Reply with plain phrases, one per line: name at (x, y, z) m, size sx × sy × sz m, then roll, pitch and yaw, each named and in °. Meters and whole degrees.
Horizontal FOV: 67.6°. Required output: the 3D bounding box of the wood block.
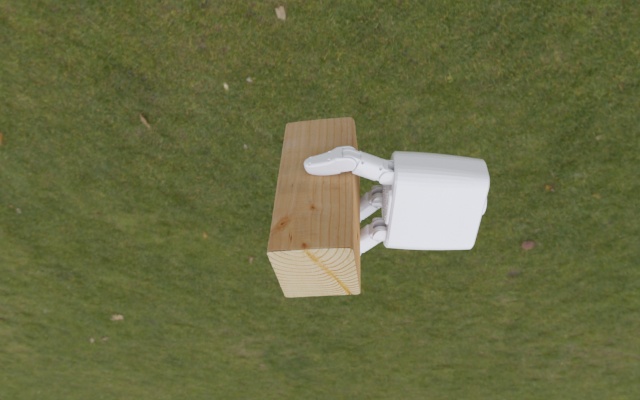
wood block at (0.000, 0.002, 0.575) m, size 0.090 × 0.206 × 0.091 m, roll -4°, pitch -42°, yaw 8°
